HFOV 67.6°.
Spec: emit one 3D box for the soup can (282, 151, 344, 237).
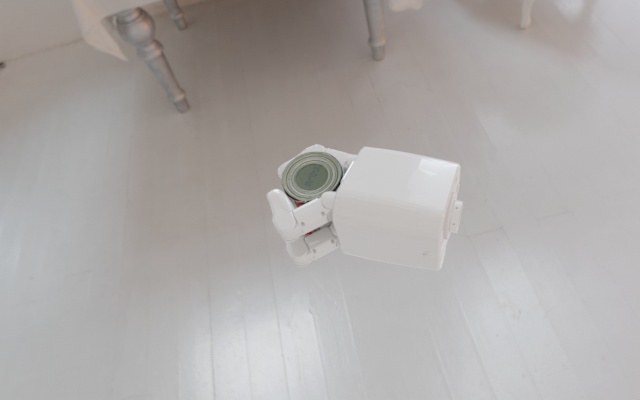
[{"bbox_3d":[0.000,0.001,0.539,0.068,0.068,0.102,0,-34,13],"label":"soup can"}]
